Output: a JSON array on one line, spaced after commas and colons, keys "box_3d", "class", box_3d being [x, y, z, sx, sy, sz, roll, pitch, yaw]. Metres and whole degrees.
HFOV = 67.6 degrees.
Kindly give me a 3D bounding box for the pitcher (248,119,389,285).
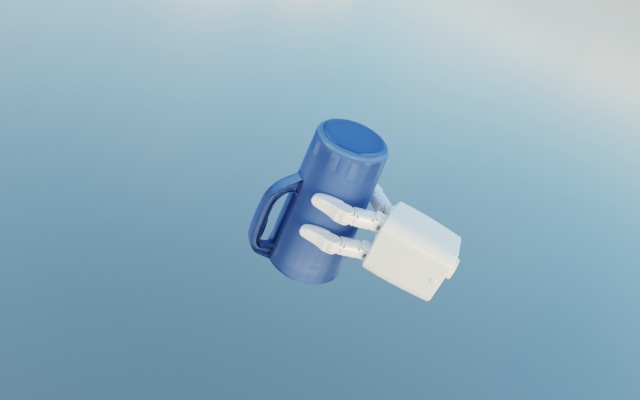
[{"box_3d": [0.000, 0.002, 0.724, 0.145, 0.243, 0.149, 31, 36, 13], "class": "pitcher"}]
